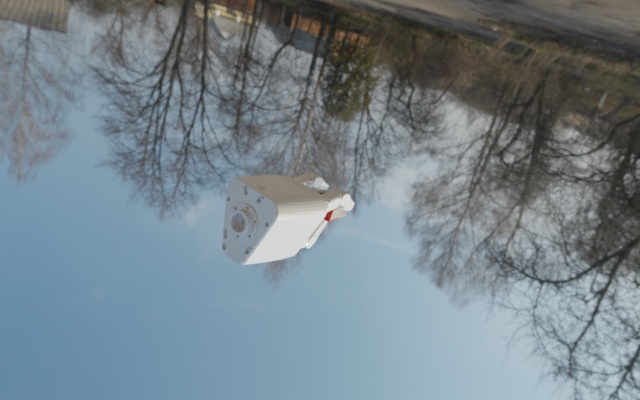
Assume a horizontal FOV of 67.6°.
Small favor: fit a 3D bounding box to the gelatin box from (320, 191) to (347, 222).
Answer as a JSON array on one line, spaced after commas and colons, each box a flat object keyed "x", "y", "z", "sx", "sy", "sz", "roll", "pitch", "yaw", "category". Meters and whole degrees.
[{"x": 0.000, "y": 0.003, "z": 0.768, "sx": 0.073, "sy": 0.030, "sz": 0.089, "roll": 25, "pitch": 12, "yaw": 17, "category": "gelatin box"}]
